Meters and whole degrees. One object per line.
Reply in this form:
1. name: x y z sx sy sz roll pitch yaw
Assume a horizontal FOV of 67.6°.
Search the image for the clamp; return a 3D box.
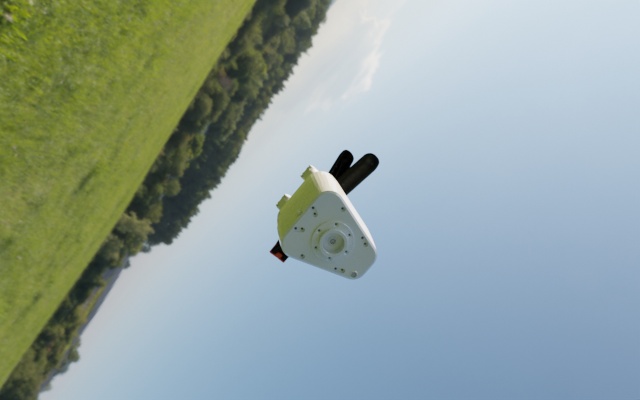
1. clamp: 0.000 0.003 0.725 0.036 0.210 0.164 39 7 -11
